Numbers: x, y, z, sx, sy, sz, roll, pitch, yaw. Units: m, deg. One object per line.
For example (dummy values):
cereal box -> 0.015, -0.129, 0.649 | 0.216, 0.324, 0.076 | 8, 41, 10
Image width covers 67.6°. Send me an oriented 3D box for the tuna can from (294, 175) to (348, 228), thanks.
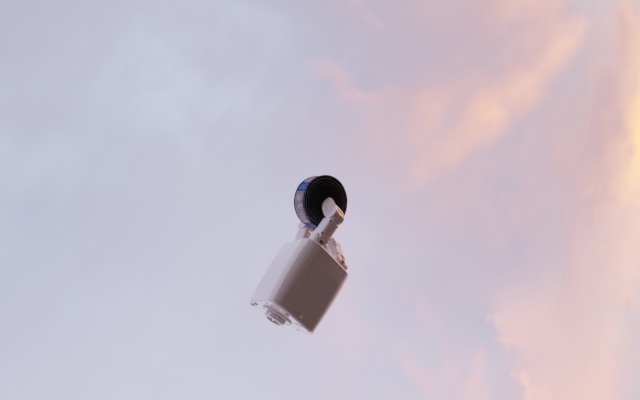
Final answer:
tuna can -> 0.000, 0.002, 0.765 | 0.086, 0.086, 0.034 | 0, 0, -36
